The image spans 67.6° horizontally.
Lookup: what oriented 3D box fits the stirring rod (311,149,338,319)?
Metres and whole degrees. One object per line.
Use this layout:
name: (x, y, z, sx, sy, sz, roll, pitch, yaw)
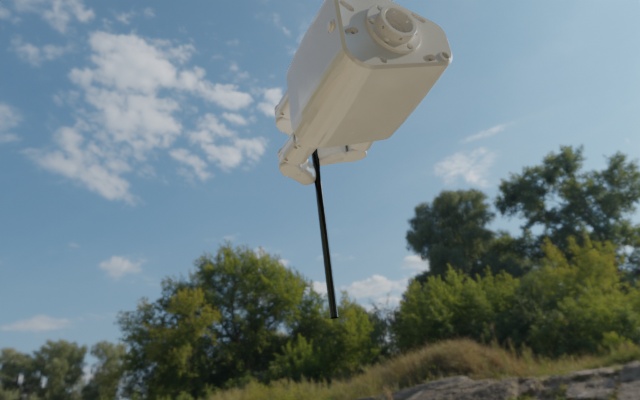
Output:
stirring rod: (0.000, 0.002, 0.495, 0.011, 0.239, 0.011, -5, -26, -3)
